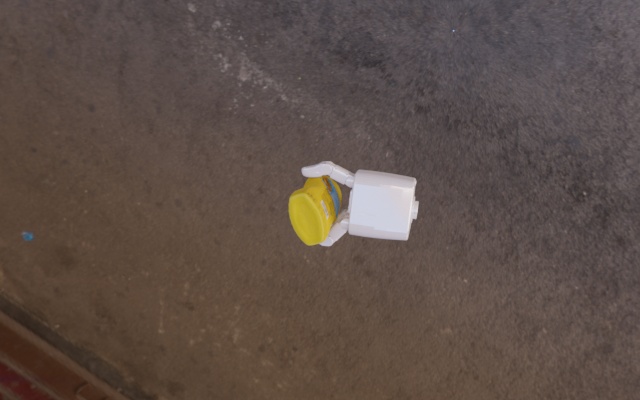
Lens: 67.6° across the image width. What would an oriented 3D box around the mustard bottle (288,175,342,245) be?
[{"bbox_3d":[0.000,0.003,0.882,0.058,0.096,0.191,-17,14,20],"label":"mustard bottle"}]
